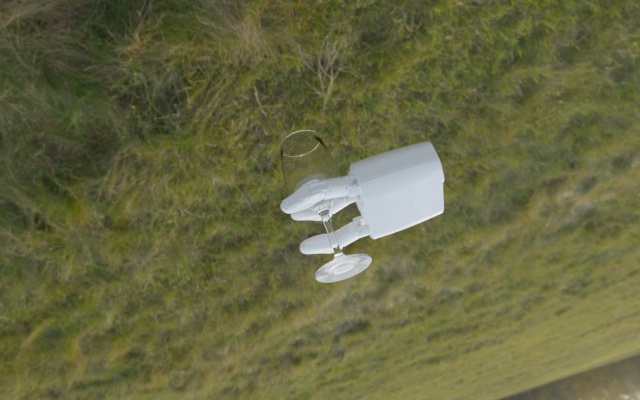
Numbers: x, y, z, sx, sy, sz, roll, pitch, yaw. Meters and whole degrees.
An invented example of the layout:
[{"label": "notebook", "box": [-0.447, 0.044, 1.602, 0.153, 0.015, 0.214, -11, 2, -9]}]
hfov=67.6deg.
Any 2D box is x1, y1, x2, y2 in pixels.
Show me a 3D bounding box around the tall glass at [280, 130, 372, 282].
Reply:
[{"label": "tall glass", "box": [0.000, 0.003, 0.637, 0.079, 0.201, 0.079, -15, -28, -8]}]
